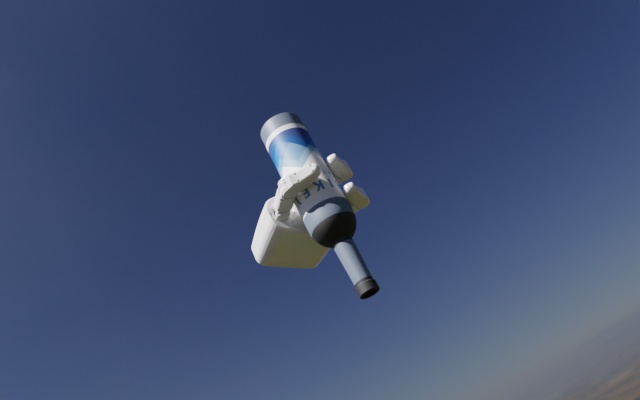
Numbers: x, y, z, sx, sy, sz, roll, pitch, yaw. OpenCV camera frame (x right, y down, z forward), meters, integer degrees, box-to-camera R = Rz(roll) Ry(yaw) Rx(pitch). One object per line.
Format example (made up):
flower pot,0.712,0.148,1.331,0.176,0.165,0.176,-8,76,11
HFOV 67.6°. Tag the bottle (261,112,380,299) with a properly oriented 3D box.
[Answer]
bottle,0.000,0.002,0.657,0.069,0.295,0.069,-21,-31,-13
